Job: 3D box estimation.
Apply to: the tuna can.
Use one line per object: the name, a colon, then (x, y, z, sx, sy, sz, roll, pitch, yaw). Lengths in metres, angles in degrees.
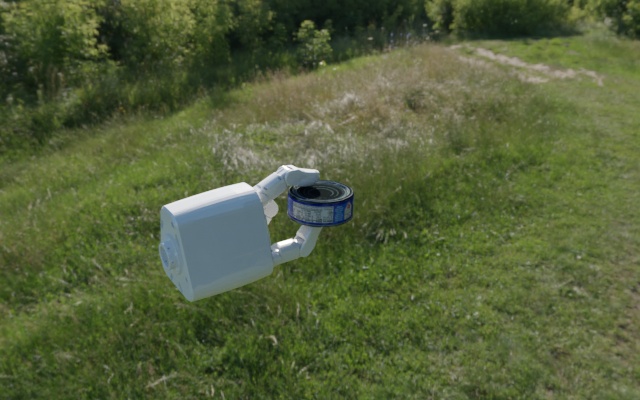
tuna can: (0.000, 0.001, 0.614, 0.086, 0.034, 0.086, 2, 22, -1)
